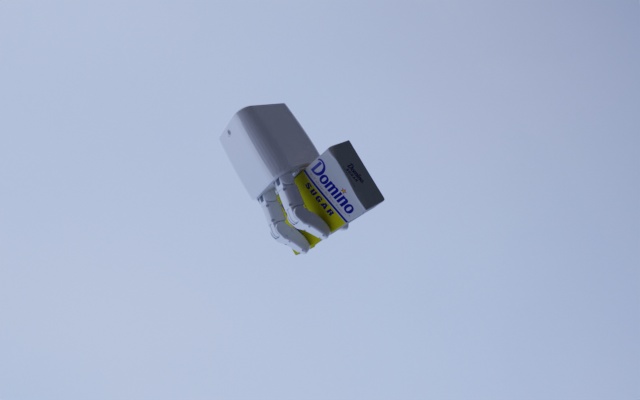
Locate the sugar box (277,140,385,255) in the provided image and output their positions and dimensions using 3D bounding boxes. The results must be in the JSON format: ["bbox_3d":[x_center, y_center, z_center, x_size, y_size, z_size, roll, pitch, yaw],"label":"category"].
[{"bbox_3d":[0.000,0.002,0.654,0.048,0.093,0.176,-25,-9,-38],"label":"sugar box"}]
